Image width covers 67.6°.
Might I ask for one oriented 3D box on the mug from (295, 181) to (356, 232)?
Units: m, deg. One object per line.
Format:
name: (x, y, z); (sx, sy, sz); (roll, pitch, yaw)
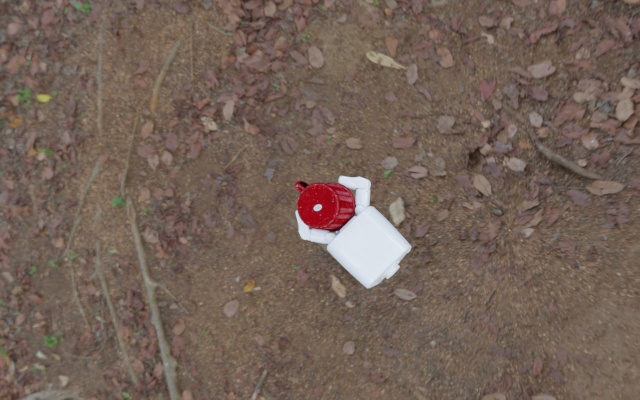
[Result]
mug: (-0.001, 0.002, 0.862); (0.117, 0.093, 0.081); (43, 12, 16)
